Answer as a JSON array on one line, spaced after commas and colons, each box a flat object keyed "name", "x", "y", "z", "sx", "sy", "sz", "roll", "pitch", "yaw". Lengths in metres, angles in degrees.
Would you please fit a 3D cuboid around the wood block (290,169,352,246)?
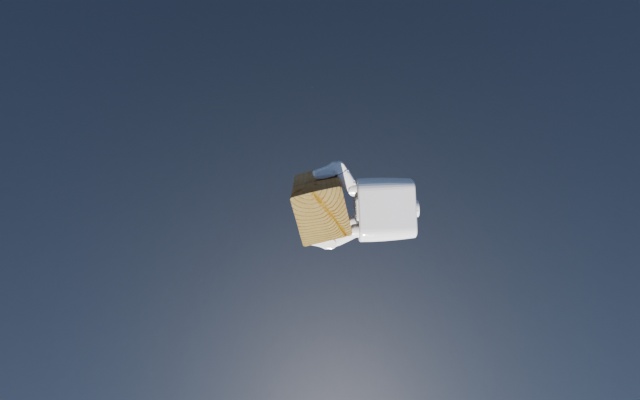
[{"name": "wood block", "x": 0.000, "y": 0.003, "z": 0.898, "sx": 0.090, "sy": 0.091, "sz": 0.206, "roll": -13, "pitch": 13, "yaw": 2}]
